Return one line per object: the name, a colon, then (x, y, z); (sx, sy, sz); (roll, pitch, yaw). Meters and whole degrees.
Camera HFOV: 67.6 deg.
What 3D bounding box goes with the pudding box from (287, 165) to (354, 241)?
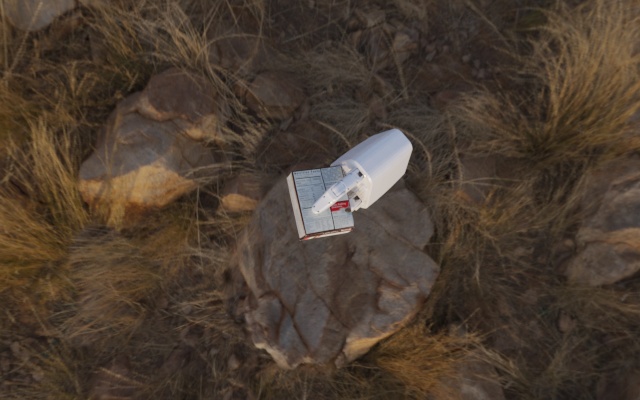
pudding box: (0.000, 0.003, 0.786); (0.090, 0.113, 0.039); (-8, -14, -19)
